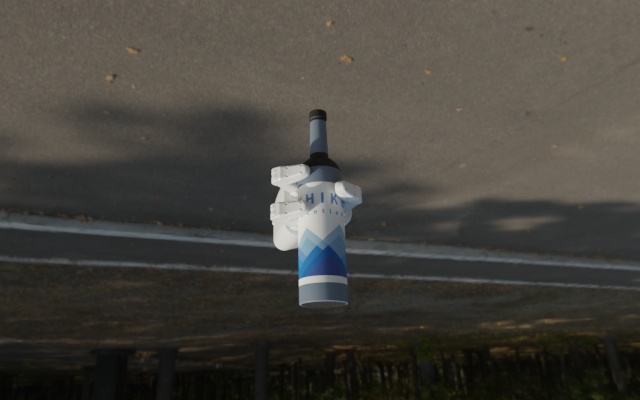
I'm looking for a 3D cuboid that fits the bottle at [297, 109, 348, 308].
[{"bbox_3d":[0.000,0.002,0.695,0.069,0.295,0.069,-2,-20,-1],"label":"bottle"}]
